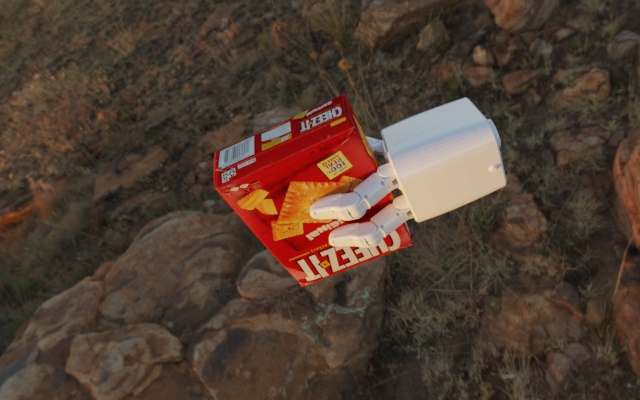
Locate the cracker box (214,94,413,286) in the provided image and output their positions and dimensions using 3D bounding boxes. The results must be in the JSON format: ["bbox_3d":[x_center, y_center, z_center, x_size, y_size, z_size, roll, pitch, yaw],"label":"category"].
[{"bbox_3d":[0.000,0.002,0.569,0.164,0.072,0.214,-22,-46,12],"label":"cracker box"}]
